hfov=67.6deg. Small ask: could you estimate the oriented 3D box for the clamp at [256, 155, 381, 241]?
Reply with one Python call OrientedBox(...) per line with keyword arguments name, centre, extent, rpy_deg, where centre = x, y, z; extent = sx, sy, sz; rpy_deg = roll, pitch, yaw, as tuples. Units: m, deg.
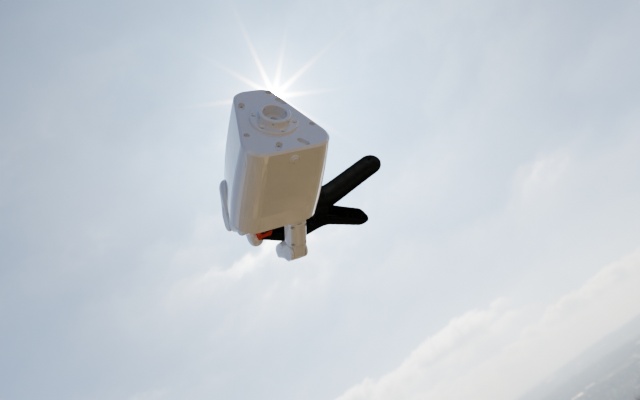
OrientedBox(name="clamp", centre=(0.000, 0.002, 0.588), extent=(0.171, 0.120, 0.039), rpy_deg=(-15, 46, -28))
